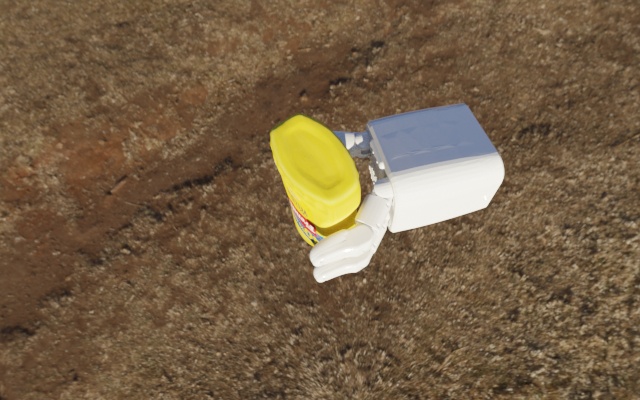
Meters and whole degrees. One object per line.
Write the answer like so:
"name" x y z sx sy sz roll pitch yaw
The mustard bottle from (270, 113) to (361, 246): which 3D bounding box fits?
"mustard bottle" 0.000 0.002 0.480 0.058 0.096 0.192 -35 -22 -11
